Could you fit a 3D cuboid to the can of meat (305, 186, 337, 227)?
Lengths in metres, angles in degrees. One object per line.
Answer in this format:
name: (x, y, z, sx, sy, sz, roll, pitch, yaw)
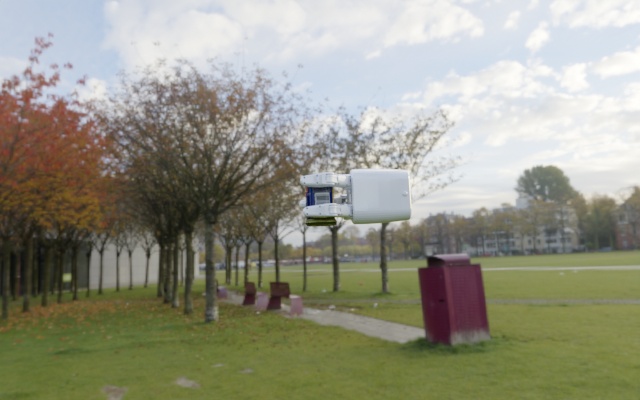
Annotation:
can of meat: (0.000, 0.003, 0.888, 0.057, 0.084, 0.102, -2, -7, 1)
